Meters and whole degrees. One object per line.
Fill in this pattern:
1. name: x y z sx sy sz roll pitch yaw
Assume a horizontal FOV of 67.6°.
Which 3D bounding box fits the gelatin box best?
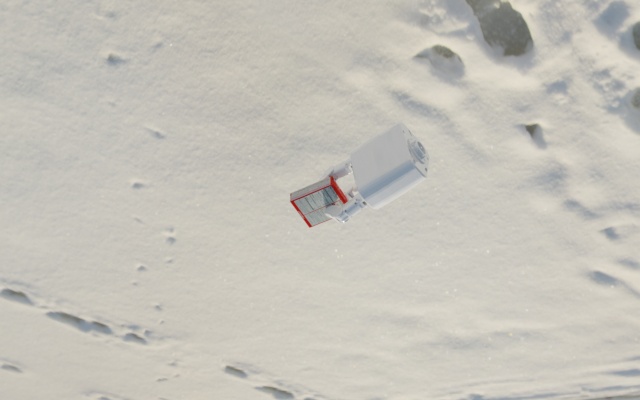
1. gelatin box: 0.000 0.003 0.871 0.089 0.073 0.030 -23 36 17
